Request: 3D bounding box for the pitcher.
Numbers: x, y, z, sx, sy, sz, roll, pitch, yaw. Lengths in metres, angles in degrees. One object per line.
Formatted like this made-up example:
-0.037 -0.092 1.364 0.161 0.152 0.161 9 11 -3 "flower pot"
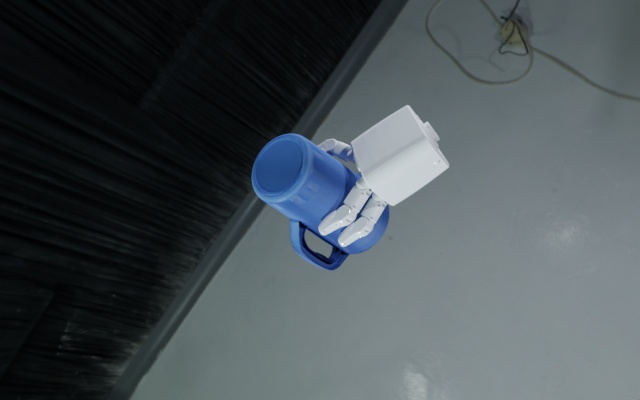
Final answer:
0.000 0.002 0.762 0.145 0.149 0.243 -33 -35 18 "pitcher"
